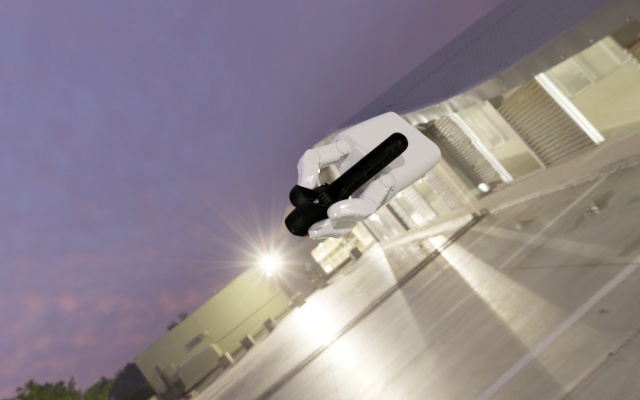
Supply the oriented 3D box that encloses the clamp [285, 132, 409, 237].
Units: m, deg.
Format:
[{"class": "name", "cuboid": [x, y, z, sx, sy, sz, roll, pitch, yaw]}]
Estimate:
[{"class": "clamp", "cuboid": [0.000, 0.001, 0.584, 0.164, 0.036, 0.210, -27, -12, -36]}]
